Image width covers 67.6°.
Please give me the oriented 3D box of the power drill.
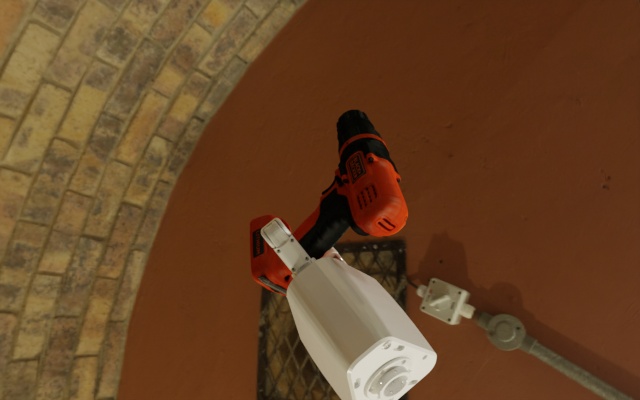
[{"bbox_3d":[0.000,0.002,0.522,0.057,0.184,0.188,33,-62,-30],"label":"power drill"}]
